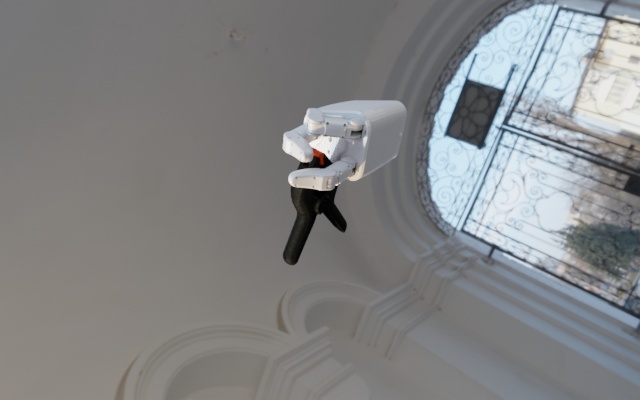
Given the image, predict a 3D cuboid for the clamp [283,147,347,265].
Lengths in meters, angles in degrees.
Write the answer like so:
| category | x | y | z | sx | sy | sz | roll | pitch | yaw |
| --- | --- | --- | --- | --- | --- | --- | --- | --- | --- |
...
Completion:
| category | x | y | z | sx | sy | sz | roll | pitch | yaw |
| --- | --- | --- | --- | --- | --- | --- | --- | --- | --- |
| clamp | 0.000 | 0.002 | 0.674 | 0.039 | 0.172 | 0.120 | 28 | 35 | 30 |
